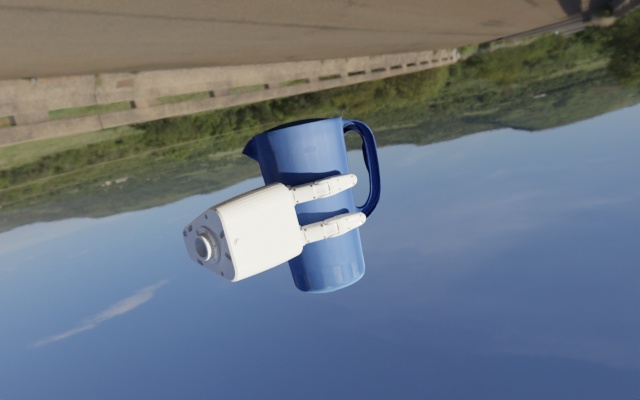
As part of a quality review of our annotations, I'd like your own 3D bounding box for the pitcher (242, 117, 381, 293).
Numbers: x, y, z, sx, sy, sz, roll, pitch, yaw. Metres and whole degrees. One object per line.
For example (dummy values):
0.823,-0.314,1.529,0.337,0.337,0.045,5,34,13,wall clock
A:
0.000,0.002,0.695,0.149,0.243,0.145,-4,12,45,pitcher
